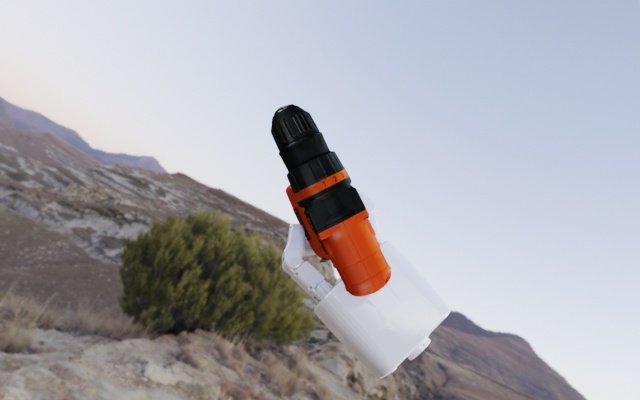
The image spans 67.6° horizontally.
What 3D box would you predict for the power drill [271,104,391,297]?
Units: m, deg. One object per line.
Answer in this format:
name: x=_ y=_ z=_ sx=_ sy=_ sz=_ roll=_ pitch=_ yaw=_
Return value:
power drill: x=0.000 y=0.002 z=0.496 sx=0.057 sy=0.184 sz=0.187 roll=-25 pitch=1 yaw=-4
